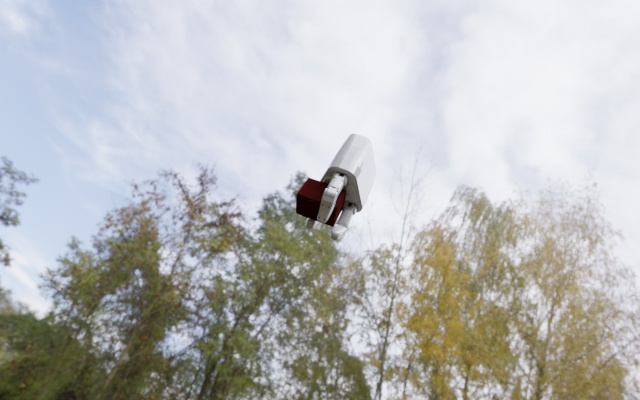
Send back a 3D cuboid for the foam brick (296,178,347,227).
[{"bbox_3d":[0.000,0.003,0.871,0.078,0.051,0.053,20,-40,11],"label":"foam brick"}]
